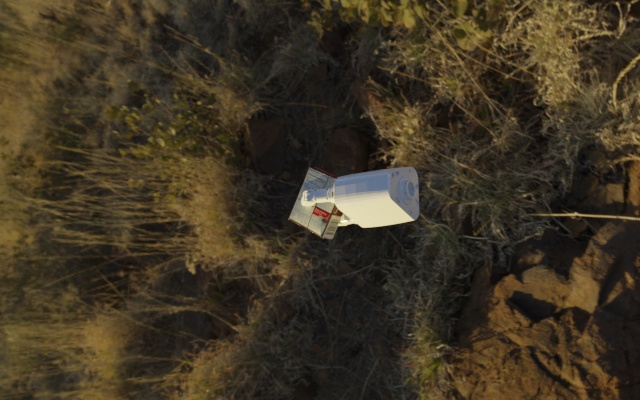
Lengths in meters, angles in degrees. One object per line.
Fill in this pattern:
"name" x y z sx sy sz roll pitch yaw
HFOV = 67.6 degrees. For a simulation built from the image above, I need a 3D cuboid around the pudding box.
"pudding box" 0.000 0.003 0.884 0.090 0.113 0.039 27 7 36
